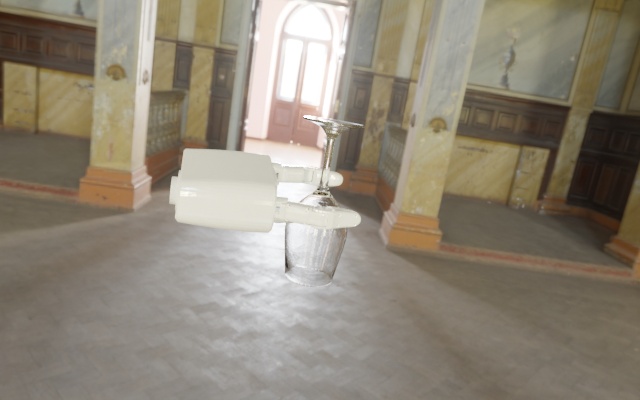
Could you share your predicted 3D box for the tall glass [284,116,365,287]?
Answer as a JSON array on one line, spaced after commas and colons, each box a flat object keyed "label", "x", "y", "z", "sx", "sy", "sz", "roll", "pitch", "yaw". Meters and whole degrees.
[{"label": "tall glass", "x": 0.000, "y": 0.001, "z": 0.588, "sx": 0.079, "sy": 0.201, "sz": 0.079, "roll": 9, "pitch": 13, "yaw": -2}]
